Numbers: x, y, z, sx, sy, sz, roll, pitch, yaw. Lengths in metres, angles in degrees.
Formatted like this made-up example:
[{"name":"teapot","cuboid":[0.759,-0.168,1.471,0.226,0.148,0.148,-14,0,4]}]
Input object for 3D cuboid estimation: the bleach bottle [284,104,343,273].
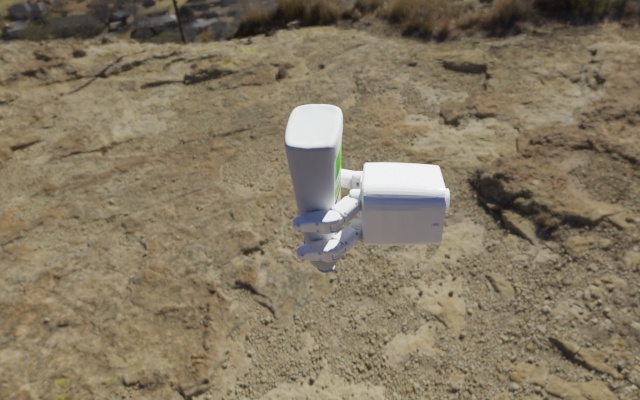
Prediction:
[{"name":"bleach bottle","cuboid":[0.000,0.002,0.655,0.068,0.251,0.102,2,43,8]}]
